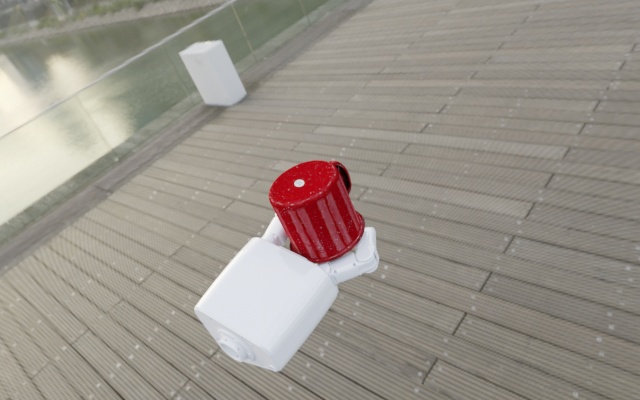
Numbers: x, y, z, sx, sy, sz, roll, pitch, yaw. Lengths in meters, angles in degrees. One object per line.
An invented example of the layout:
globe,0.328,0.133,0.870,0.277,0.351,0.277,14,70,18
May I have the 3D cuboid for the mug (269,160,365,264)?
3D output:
mug,0.001,0.001,0.539,0.093,0.081,0.117,8,46,39
